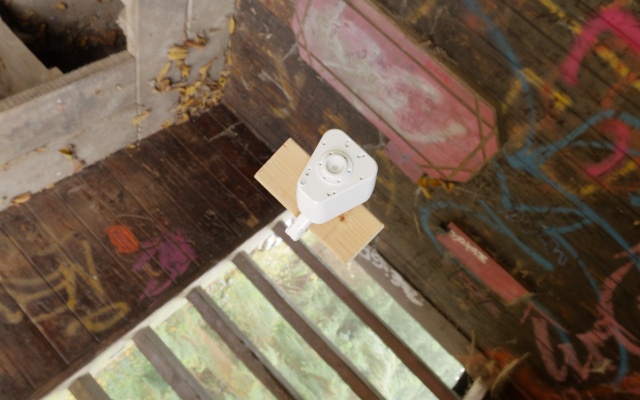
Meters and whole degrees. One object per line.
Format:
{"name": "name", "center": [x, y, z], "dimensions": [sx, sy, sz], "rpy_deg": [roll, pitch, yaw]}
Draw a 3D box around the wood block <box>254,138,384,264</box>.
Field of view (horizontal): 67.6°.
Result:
{"name": "wood block", "center": [0.000, 0.003, 0.803], "dimensions": [0.206, 0.091, 0.090], "rpy_deg": [44, 1, 11]}
